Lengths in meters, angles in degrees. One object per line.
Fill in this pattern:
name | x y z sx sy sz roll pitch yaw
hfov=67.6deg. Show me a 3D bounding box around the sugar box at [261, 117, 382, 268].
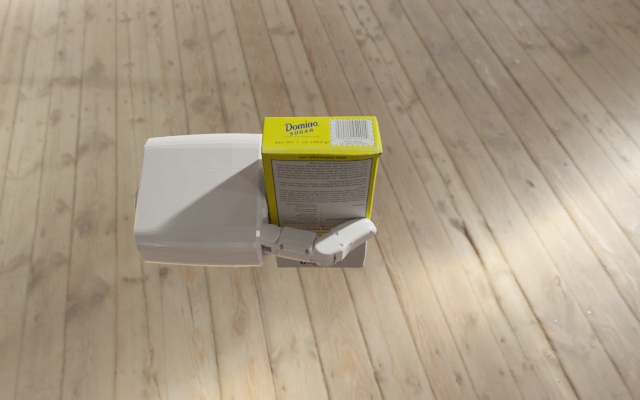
sugar box | 0.000 0.001 0.437 0.093 0.048 0.176 0 -35 -1
